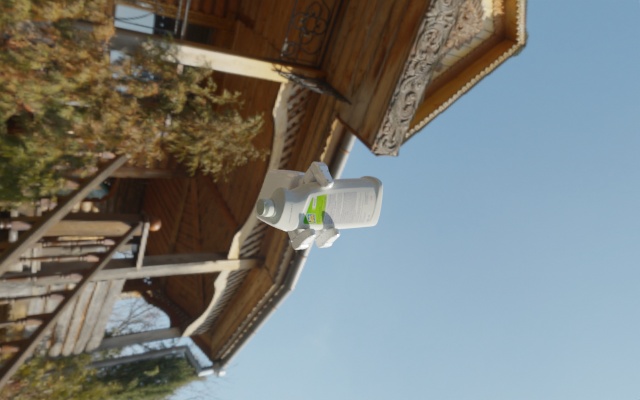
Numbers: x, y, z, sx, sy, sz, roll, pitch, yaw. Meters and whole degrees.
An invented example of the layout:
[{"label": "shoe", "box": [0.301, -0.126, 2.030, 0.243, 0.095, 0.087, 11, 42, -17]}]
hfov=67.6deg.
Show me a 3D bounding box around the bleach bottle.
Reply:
[{"label": "bleach bottle", "box": [0.000, 0.003, 0.878, 0.251, 0.102, 0.068, 0, 10, -36]}]
